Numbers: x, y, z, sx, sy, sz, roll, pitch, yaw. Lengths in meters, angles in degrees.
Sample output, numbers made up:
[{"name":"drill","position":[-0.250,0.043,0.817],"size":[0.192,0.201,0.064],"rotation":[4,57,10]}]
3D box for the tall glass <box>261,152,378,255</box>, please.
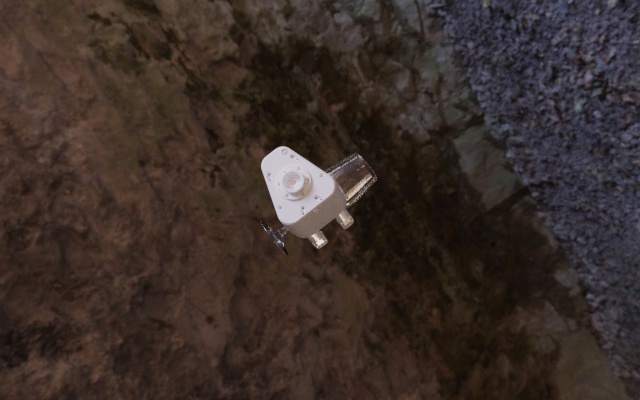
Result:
[{"name":"tall glass","position":[0.000,0.003,0.808],"size":[0.201,0.079,0.079],"rotation":[-38,0,0]}]
